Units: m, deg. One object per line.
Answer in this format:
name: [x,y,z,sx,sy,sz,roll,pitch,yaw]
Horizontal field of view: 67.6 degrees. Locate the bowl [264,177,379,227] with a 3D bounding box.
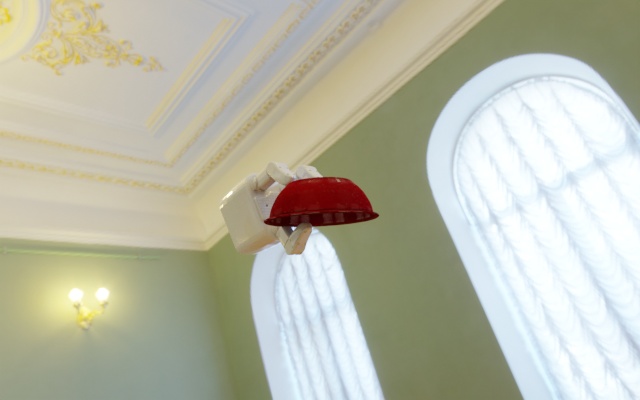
bowl: [0.001,0.002,0.674,0.162,0.055,0.162,-3,-9,0]
